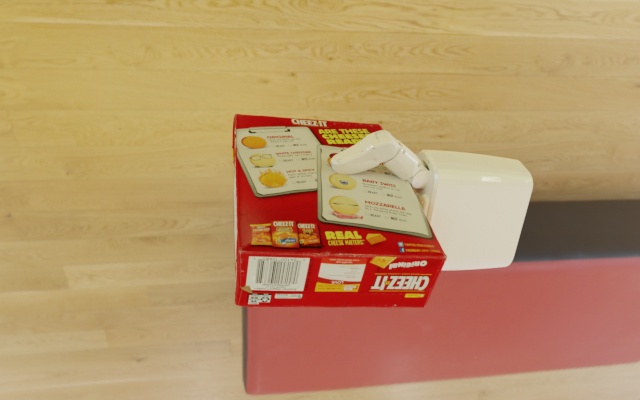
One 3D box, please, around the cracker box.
[{"bbox_3d":[0.000,0.001,0.453,0.164,0.072,0.213,2,37,-13],"label":"cracker box"}]
